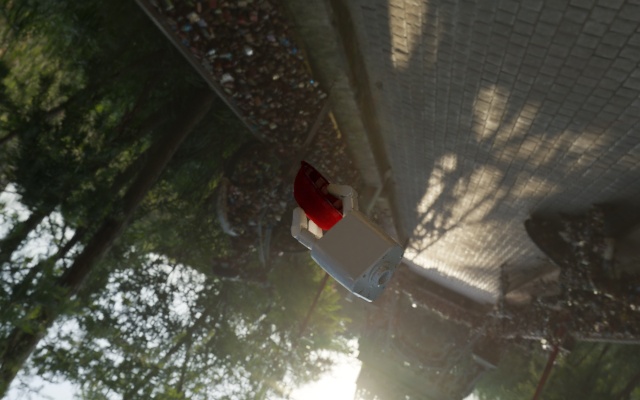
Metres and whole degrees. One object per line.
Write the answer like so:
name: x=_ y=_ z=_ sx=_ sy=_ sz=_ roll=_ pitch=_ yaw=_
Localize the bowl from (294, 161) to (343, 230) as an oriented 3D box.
bowl: x=-0.001 y=0.002 z=0.892 sx=0.055 sy=0.162 sz=0.162 roll=-41 pitch=-9 yaw=10
